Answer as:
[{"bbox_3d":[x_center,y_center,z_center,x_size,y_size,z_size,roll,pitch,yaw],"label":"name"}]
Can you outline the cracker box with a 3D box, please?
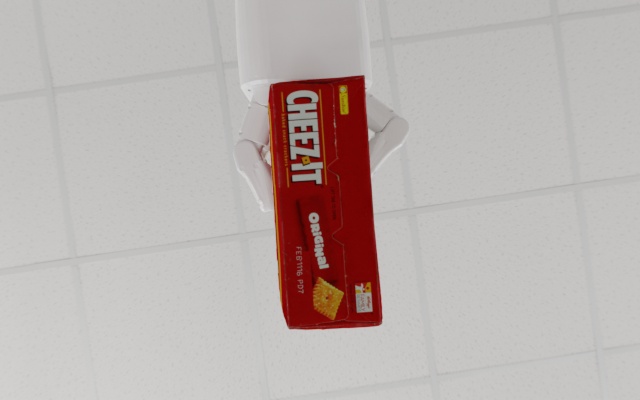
[{"bbox_3d":[0.000,0.001,0.410,0.072,0.164,0.213,-5,1,-1],"label":"cracker box"}]
